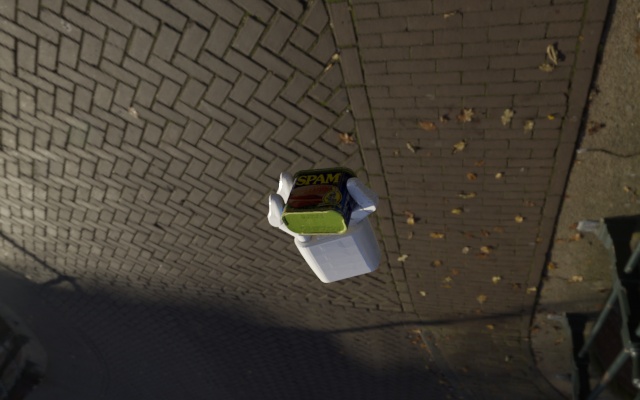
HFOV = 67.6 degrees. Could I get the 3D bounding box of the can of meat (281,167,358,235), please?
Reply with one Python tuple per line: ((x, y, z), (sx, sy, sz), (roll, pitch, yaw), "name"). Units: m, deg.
((0.000, 0.002, 0.699), (0.102, 0.084, 0.057), (-3, -44, 23), "can of meat")
